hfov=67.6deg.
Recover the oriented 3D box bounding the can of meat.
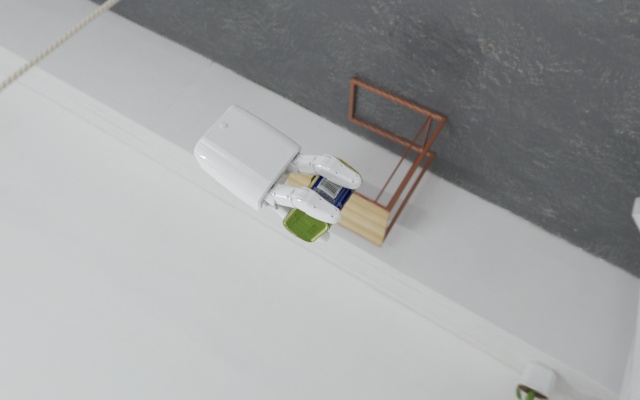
[{"bbox_3d":[0.000,0.002,0.635,0.057,0.084,0.102,37,-28,-3],"label":"can of meat"}]
